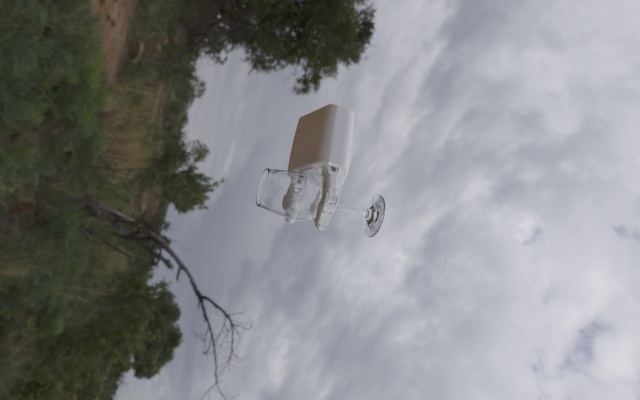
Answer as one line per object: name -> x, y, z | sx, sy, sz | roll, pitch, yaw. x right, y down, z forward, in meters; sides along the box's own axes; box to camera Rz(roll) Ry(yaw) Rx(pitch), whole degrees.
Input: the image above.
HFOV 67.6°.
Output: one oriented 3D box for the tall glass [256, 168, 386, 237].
tall glass -> 0.001, 0.003, 0.775 | 0.201, 0.079, 0.079 | 14, -5, -19
